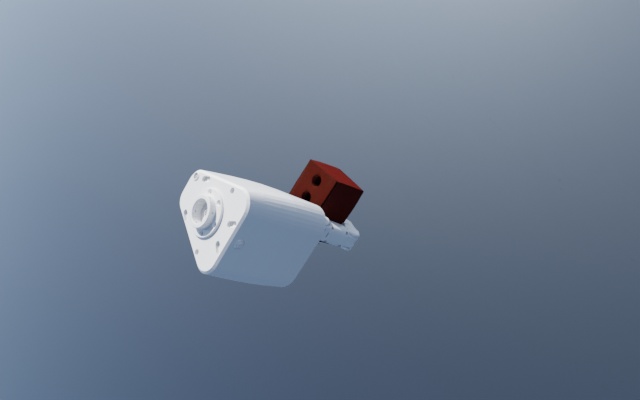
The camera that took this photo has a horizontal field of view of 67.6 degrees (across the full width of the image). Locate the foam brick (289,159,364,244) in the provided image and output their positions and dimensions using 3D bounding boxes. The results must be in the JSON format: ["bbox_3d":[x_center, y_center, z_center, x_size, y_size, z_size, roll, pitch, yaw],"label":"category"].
[{"bbox_3d":[0.000,0.002,0.545,0.051,0.078,0.053,18,19,-47],"label":"foam brick"}]
